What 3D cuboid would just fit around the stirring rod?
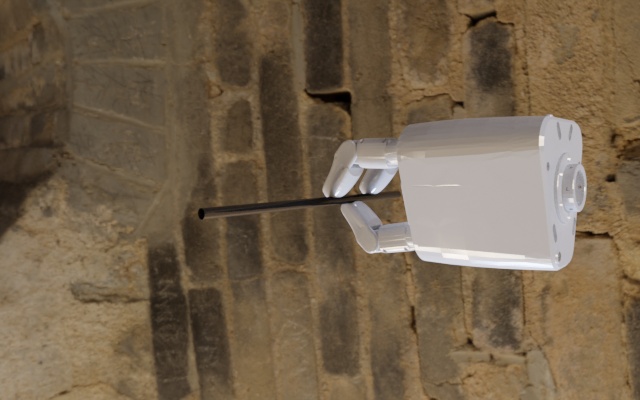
[{"bbox_3d":[0.000,0.001,0.413,0.011,0.011,0.239,0,4,43],"label":"stirring rod"}]
